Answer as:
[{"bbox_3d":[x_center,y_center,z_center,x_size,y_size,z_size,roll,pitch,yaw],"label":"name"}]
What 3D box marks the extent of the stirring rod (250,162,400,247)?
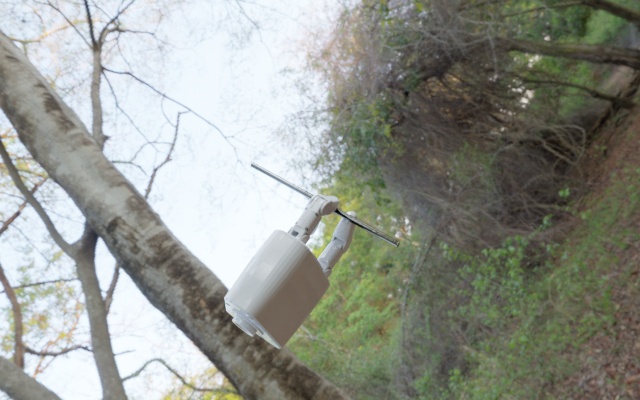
[{"bbox_3d":[0.000,0.002,0.647,0.239,0.011,0.011,29,11,21],"label":"stirring rod"}]
